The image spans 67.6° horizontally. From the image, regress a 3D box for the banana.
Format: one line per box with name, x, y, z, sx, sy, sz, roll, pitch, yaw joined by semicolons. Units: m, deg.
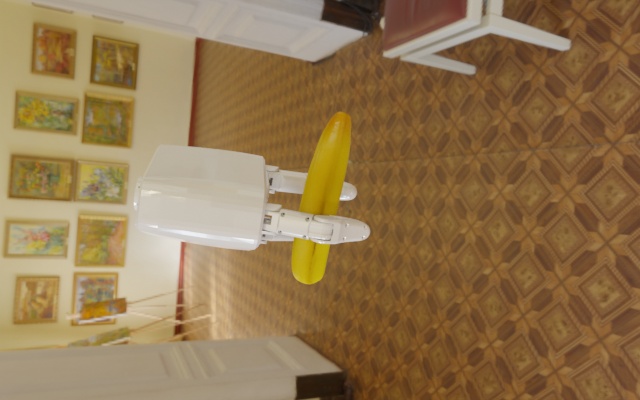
banana;-0.003;0.014;0.468;0.037;0.198;0.069;11;31;1
